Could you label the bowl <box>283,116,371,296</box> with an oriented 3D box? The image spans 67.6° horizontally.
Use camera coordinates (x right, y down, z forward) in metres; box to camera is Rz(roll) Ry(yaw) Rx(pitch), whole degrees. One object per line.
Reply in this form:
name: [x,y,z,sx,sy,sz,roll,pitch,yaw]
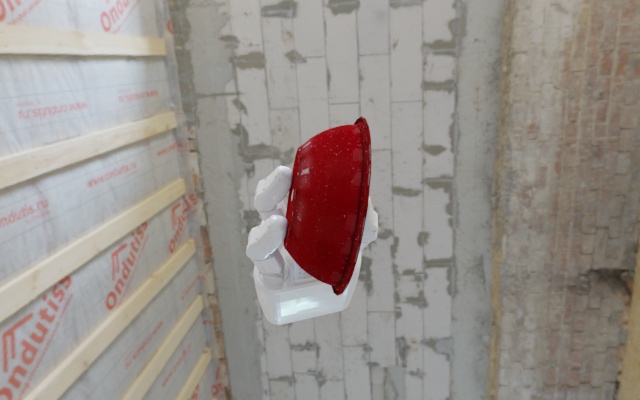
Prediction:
bowl: [0.000,0.000,0.431,0.055,0.162,0.162,8,-1,-7]
